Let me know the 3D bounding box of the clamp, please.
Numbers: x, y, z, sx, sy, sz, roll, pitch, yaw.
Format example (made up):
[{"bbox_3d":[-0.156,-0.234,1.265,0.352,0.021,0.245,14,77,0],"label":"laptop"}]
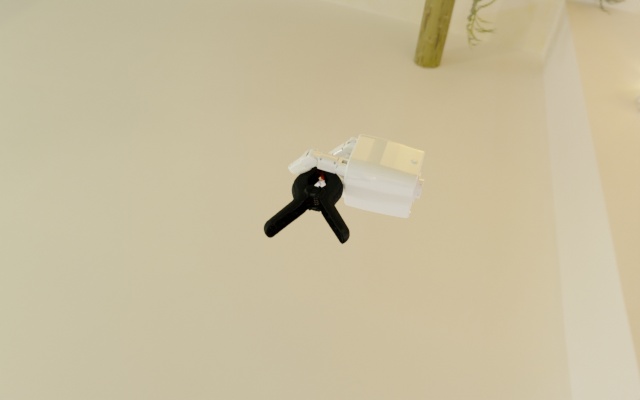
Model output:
[{"bbox_3d":[0.000,0.003,0.710,0.120,0.039,0.171,15,46,11],"label":"clamp"}]
